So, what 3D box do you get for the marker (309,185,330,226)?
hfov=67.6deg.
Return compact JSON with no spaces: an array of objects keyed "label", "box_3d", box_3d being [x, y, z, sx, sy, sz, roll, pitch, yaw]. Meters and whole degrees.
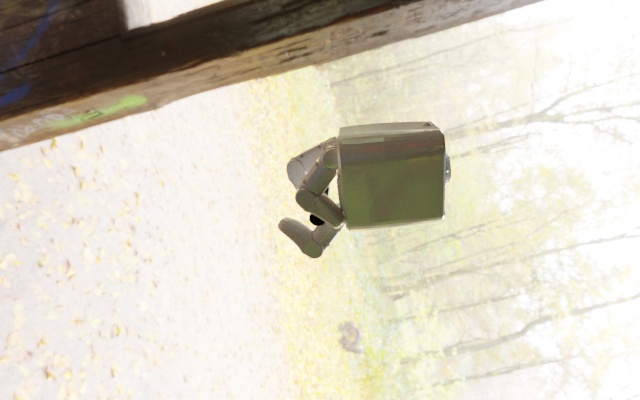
[{"label":"marker","box_3d":[0.000,0.002,0.570,0.020,0.020,0.121,0,18,4]}]
